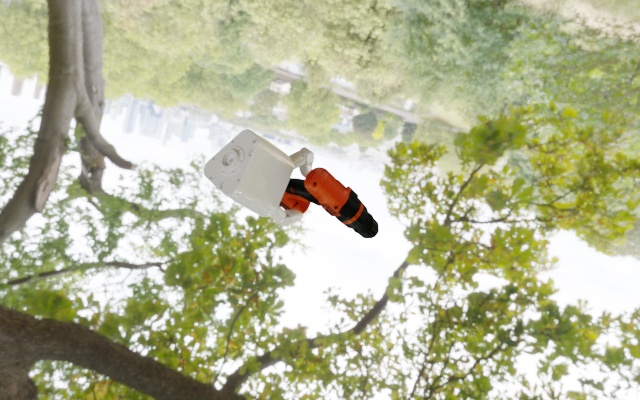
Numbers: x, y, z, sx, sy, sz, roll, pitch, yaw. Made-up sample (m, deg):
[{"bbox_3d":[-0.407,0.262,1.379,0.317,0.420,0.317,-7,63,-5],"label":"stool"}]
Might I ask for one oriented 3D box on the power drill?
[{"bbox_3d":[0.000,0.003,0.871,0.187,0.057,0.184,6,-31,50],"label":"power drill"}]
